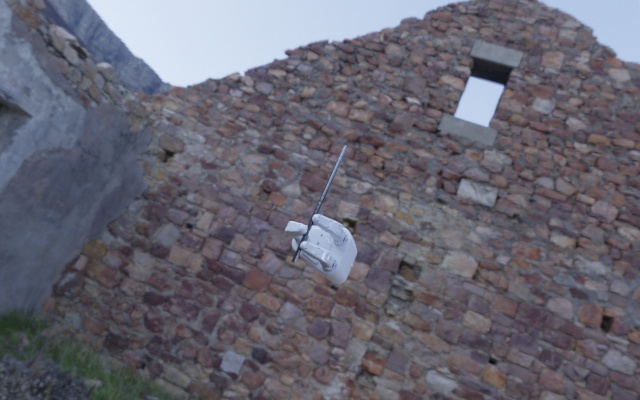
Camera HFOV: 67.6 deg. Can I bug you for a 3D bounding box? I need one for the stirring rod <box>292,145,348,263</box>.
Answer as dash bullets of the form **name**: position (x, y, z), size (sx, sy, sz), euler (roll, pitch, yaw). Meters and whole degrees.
- **stirring rod**: position (0.000, 0.003, 0.871), size (0.011, 0.239, 0.011), euler (23, -15, 7)
